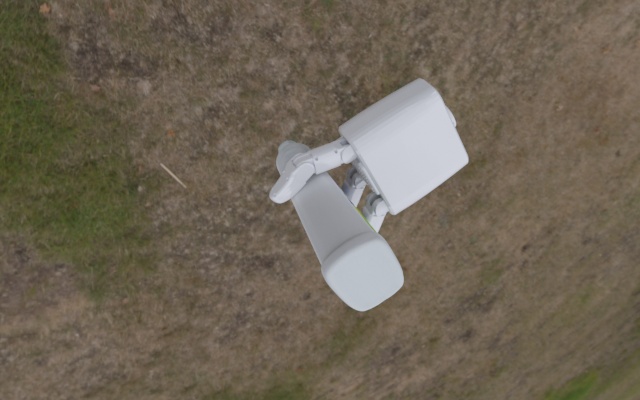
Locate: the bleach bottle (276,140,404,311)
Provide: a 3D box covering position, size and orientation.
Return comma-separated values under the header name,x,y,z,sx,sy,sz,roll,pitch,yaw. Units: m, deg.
name,x,y,z,sx,sy,sz,roll,pitch,yaw
bleach bottle,0.000,0.002,0.542,0.068,0.250,0.103,-34,-45,2
